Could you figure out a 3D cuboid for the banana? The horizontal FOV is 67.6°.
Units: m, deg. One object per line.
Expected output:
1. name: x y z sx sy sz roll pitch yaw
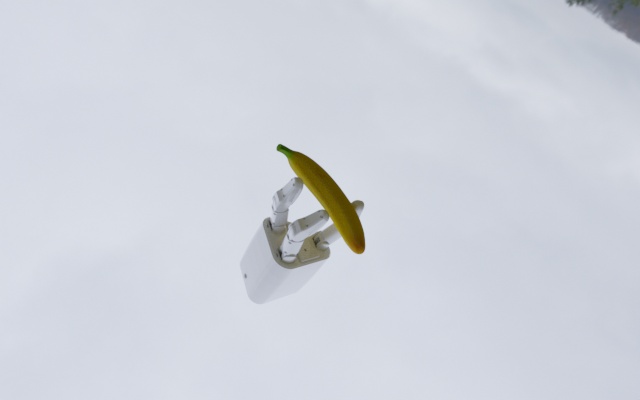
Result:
1. banana: 0.008 -0.003 0.690 0.037 0.197 0.069 -49 -19 29
